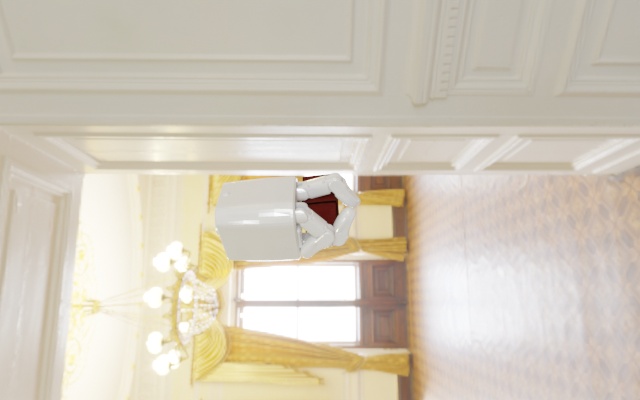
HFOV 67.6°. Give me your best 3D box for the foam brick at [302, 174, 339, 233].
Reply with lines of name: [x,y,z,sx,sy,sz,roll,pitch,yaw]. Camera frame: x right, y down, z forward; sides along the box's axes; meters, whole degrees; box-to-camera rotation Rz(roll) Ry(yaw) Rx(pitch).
foam brick: [0.000,0.002,0.711,0.051,0.053,0.078,-6,33,3]
